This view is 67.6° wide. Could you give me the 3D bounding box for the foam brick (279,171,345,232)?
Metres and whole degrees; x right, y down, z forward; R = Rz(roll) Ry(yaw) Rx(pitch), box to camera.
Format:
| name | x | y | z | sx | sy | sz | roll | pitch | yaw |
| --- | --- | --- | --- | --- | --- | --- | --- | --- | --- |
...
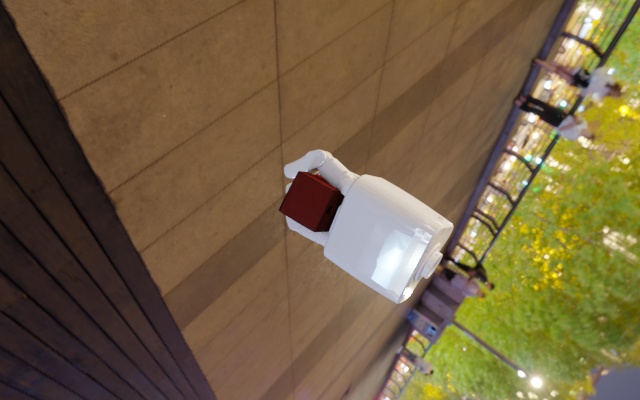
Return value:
| name | x | y | z | sx | sy | sz | roll | pitch | yaw |
| --- | --- | --- | --- | --- | --- | --- | --- | --- | --- |
| foam brick | 0.000 | 0.002 | 0.557 | 0.051 | 0.053 | 0.078 | 31 | 12 | 24 |
